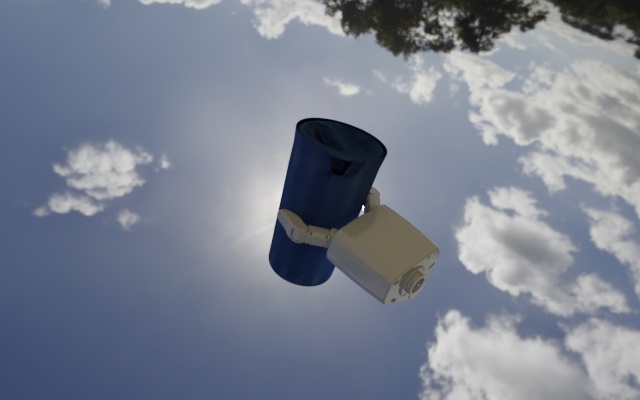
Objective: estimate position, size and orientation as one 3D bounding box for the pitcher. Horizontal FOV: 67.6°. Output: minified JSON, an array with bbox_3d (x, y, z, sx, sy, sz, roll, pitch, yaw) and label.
[{"bbox_3d":[0.000,0.002,0.729,0.149,0.243,0.145,-13,42,-44],"label":"pitcher"}]
